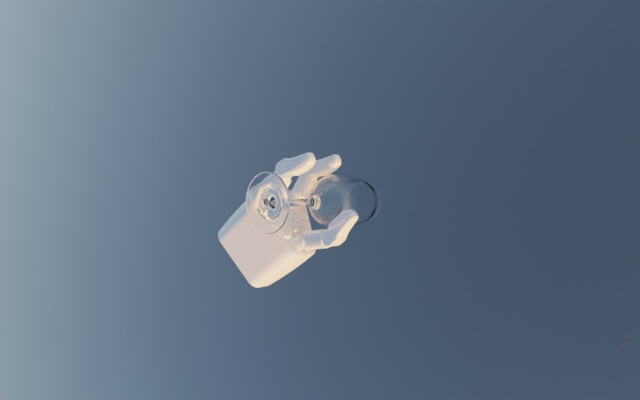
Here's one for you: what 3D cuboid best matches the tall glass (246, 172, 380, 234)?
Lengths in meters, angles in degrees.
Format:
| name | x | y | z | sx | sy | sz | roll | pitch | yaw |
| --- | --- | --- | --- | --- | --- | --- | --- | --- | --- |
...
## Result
| name | x | y | z | sx | sy | sz | roll | pitch | yaw |
| --- | --- | --- | --- | --- | --- | --- | --- | --- | --- |
| tall glass | 0.000 | 0.002 | 0.638 | 0.079 | 0.079 | 0.201 | 0 | 1 | 40 |
